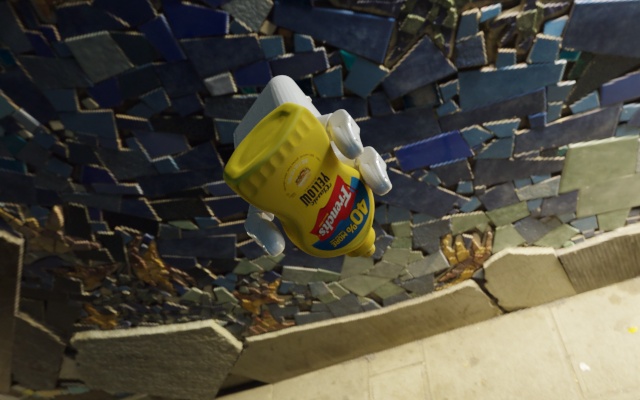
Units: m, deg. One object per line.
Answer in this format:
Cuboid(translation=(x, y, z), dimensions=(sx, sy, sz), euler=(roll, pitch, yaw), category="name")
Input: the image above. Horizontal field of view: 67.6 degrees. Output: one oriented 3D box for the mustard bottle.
Cuboid(translation=(0.000, 0.002, 0.470), dimensions=(0.058, 0.096, 0.192), euler=(29, -14, 50), category="mustard bottle")
